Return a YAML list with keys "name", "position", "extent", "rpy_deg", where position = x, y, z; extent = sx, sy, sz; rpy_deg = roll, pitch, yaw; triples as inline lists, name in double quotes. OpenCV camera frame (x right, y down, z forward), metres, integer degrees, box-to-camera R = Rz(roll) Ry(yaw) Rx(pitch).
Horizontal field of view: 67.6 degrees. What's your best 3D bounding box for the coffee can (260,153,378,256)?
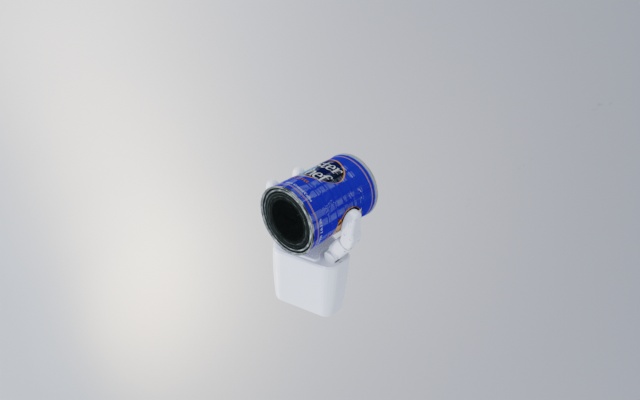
- name: "coffee can"
  position: [0.000, 0.002, 0.684]
  extent: [0.103, 0.103, 0.140]
  rpy_deg: [0, 22, 47]
